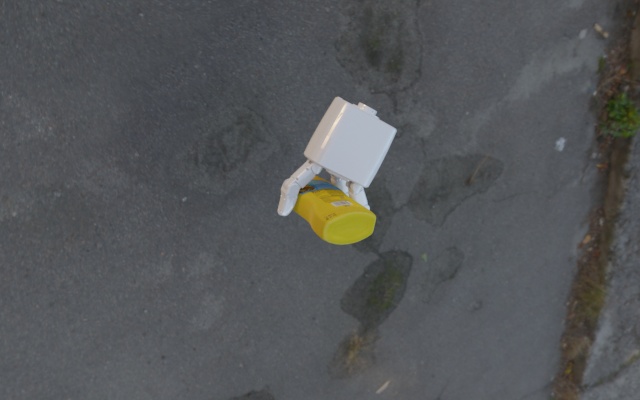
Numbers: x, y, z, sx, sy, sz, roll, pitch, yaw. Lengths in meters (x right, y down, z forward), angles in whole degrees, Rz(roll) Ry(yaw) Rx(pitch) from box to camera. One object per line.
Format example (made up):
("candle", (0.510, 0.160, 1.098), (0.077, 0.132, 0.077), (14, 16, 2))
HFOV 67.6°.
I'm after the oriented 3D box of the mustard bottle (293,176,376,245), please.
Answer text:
("mustard bottle", (0.000, 0.003, 0.786), (0.096, 0.058, 0.191), (-7, 28, -30))
